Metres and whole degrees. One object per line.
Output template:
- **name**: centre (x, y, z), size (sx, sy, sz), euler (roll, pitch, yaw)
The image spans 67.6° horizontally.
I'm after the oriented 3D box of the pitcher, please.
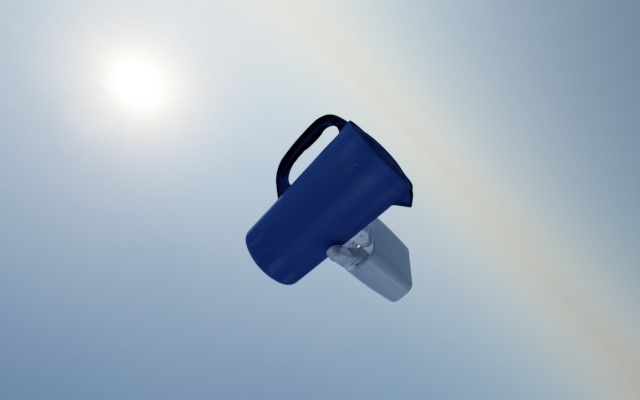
- **pitcher**: centre (0.000, 0.002, 0.701), size (0.145, 0.243, 0.149), euler (39, 16, -29)
